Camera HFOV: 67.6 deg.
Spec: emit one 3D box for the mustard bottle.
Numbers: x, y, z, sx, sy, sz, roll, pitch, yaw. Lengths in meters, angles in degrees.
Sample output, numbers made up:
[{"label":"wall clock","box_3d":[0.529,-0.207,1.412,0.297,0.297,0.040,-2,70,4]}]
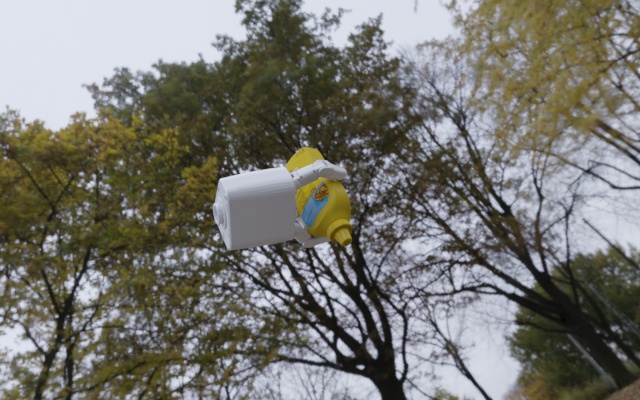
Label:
[{"label":"mustard bottle","box_3d":[0.000,0.002,0.793,0.058,0.096,0.191,9,35,-39]}]
